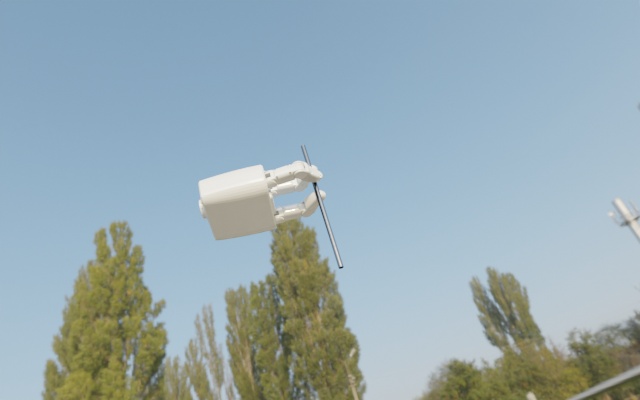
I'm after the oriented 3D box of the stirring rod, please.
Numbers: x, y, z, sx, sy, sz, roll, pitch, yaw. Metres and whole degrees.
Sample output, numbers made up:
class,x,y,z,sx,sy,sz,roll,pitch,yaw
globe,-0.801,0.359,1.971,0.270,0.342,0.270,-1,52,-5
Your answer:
class,x,y,z,sx,sy,sz,roll,pitch,yaw
stirring rod,0.000,0.003,0.778,0.011,0.239,0.011,-13,-31,-8
